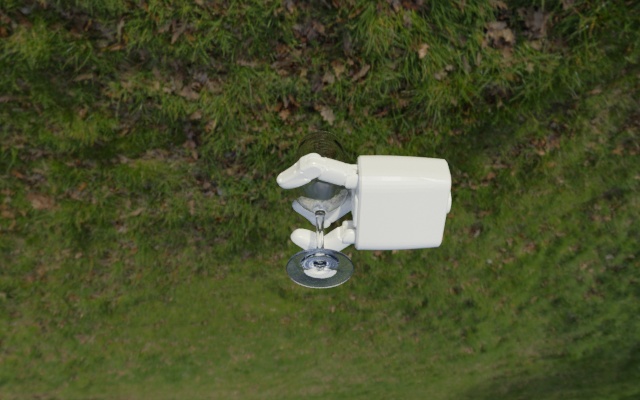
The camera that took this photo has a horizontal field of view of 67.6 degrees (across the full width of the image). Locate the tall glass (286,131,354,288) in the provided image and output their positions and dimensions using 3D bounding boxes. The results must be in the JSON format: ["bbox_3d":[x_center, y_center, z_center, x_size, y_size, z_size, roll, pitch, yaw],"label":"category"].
[{"bbox_3d":[0.000,0.002,0.585,0.079,0.200,0.079,0,-42,0],"label":"tall glass"}]
